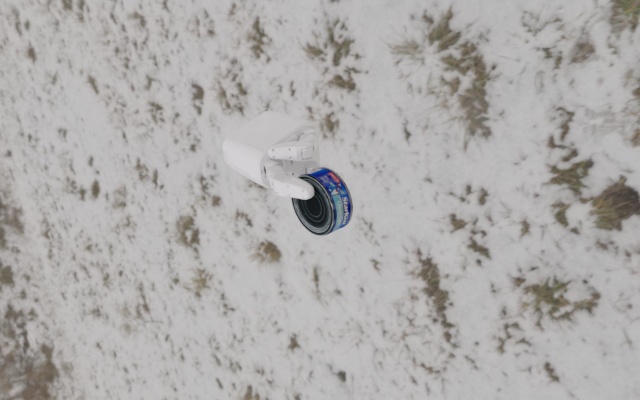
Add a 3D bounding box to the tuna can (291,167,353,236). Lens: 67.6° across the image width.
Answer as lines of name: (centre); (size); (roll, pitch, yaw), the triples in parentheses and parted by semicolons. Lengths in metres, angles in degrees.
tuna can: (0.000, 0.002, 0.622); (0.033, 0.086, 0.086); (-23, 15, -37)
